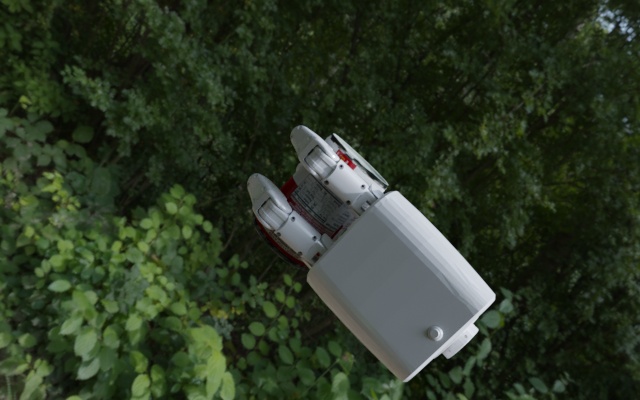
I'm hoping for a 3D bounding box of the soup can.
[{"bbox_3d":[0.000,0.001,0.413,0.068,0.102,0.068,41,10,-9],"label":"soup can"}]
